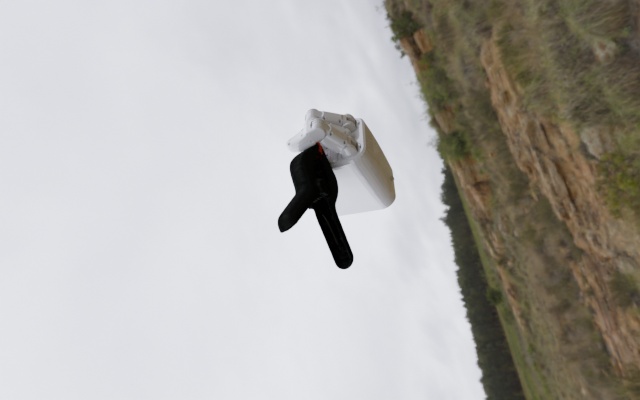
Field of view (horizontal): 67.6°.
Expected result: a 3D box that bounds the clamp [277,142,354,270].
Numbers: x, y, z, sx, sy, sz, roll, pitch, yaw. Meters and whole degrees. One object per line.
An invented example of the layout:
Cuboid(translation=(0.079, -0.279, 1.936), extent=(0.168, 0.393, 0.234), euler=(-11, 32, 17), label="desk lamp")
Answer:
Cuboid(translation=(0.000, 0.002, 0.594), extent=(0.039, 0.171, 0.120), euler=(-22, -51, 27), label="clamp")
